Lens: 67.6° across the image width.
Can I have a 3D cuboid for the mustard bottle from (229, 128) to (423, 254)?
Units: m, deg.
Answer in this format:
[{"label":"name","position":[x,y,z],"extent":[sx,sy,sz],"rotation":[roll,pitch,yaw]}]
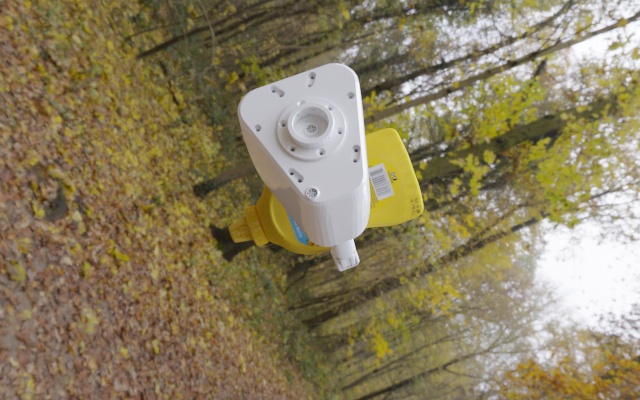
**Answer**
[{"label":"mustard bottle","position":[0.000,0.002,0.486],"extent":[0.191,0.096,0.058],"rotation":[-20,5,-3]}]
